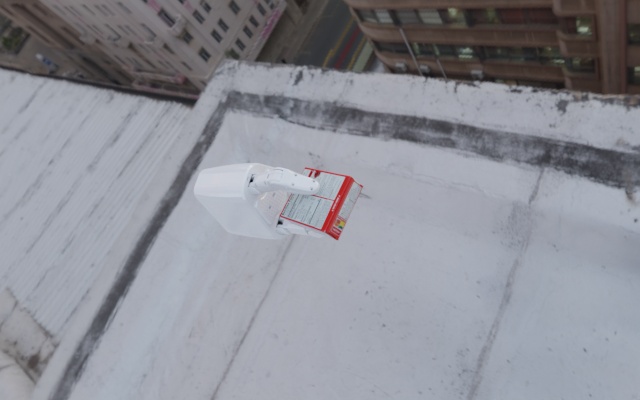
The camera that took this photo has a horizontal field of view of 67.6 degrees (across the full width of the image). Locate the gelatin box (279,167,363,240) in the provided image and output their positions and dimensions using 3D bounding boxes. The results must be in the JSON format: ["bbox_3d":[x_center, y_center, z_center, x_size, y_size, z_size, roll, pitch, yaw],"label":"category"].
[{"bbox_3d":[0.000,0.002,0.585,0.089,0.073,0.030,15,-15,47],"label":"gelatin box"}]
